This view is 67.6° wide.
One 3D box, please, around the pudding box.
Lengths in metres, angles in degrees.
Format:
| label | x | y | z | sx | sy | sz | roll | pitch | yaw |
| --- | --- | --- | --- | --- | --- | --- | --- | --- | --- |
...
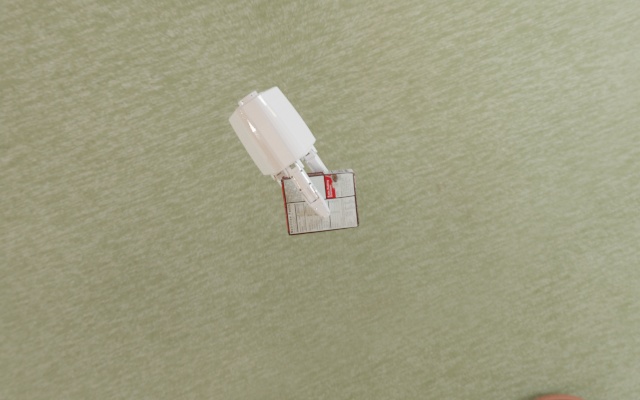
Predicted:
| label | x | y | z | sx | sy | sz | roll | pitch | yaw |
| --- | --- | --- | --- | --- | --- | --- | --- | --- | --- |
| pudding box | 0.000 | 0.002 | 0.736 | 0.113 | 0.090 | 0.039 | -6 | 10 | -1 |
